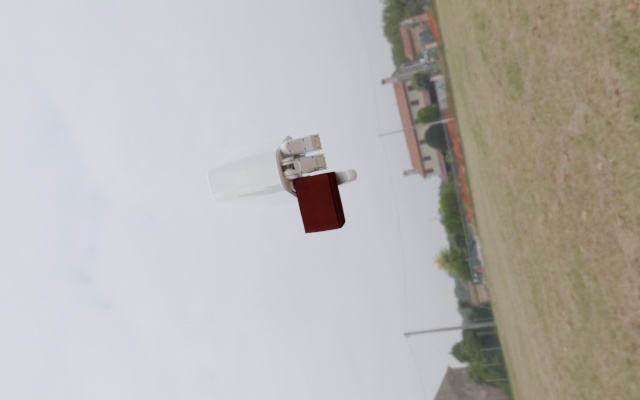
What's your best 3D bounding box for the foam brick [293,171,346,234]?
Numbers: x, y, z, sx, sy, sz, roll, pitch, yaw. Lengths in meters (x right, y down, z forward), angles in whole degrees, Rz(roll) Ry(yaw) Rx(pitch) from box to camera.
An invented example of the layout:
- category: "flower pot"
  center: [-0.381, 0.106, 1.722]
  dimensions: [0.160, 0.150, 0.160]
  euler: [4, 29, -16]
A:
- category: "foam brick"
  center: [0.000, 0.002, 0.661]
  dimensions: [0.051, 0.078, 0.053]
  euler: [-12, 3, 11]
